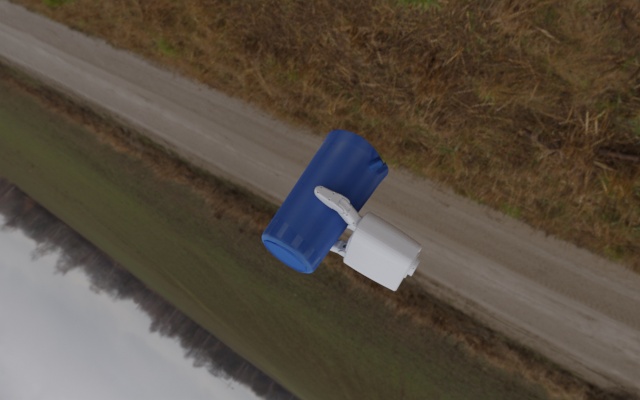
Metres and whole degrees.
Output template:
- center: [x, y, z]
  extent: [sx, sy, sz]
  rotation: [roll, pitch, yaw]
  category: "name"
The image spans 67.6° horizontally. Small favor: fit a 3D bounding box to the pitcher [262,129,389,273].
- center: [0.000, 0.003, 0.853]
  extent: [0.145, 0.242, 0.149]
  rotation: [31, -21, 13]
  category: "pitcher"
